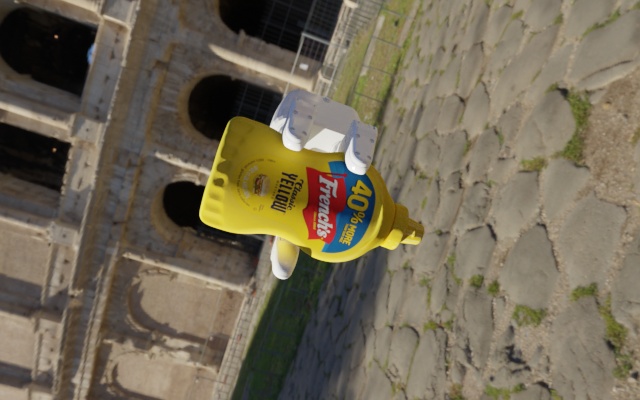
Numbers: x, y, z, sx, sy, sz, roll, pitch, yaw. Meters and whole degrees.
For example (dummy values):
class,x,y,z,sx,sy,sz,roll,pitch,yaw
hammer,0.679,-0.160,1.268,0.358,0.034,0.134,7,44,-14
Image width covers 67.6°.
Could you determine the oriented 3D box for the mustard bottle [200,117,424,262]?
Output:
class,x,y,z,sx,sy,sz,roll,pitch,yaw
mustard bottle,0.000,0.001,0.419,0.191,0.096,0.058,18,4,-8
